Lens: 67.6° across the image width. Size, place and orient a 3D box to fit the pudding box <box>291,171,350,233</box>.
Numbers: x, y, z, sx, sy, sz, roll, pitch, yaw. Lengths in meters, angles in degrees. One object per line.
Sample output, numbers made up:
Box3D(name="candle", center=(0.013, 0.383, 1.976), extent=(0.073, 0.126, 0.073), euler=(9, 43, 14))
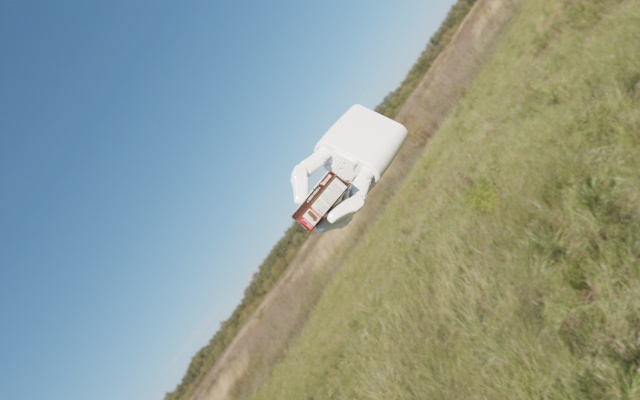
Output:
Box3D(name="pudding box", center=(0.000, 0.002, 0.713), extent=(0.039, 0.090, 0.113), euler=(39, -1, 3))
